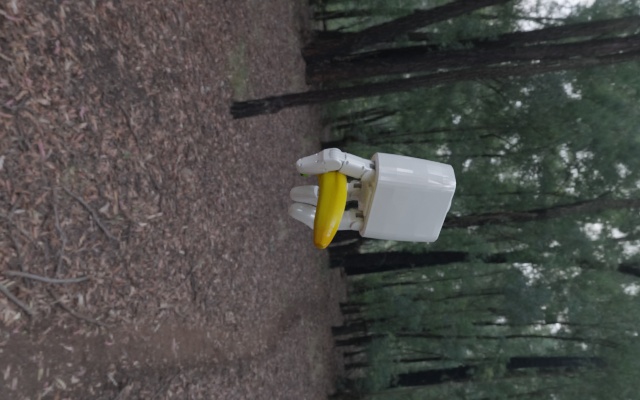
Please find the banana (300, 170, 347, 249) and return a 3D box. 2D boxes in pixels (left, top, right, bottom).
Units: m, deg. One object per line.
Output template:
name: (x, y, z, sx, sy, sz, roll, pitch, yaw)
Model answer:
banana: (0.008, -0.014, 0.627, 0.037, 0.070, 0.197, 22, 25, -17)
